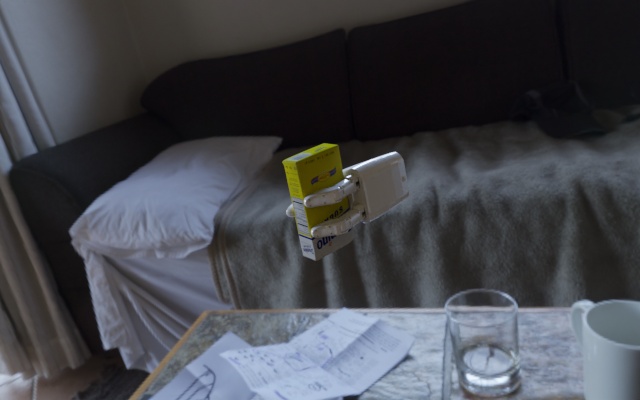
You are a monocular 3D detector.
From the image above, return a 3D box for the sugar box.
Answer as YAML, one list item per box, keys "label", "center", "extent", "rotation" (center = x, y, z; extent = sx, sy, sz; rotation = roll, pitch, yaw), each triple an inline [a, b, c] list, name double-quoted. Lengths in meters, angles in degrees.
- label: "sugar box"
  center: [0.001, 0.003, 0.799]
  extent: [0.093, 0.176, 0.048]
  rotation: [-26, 23, -33]
